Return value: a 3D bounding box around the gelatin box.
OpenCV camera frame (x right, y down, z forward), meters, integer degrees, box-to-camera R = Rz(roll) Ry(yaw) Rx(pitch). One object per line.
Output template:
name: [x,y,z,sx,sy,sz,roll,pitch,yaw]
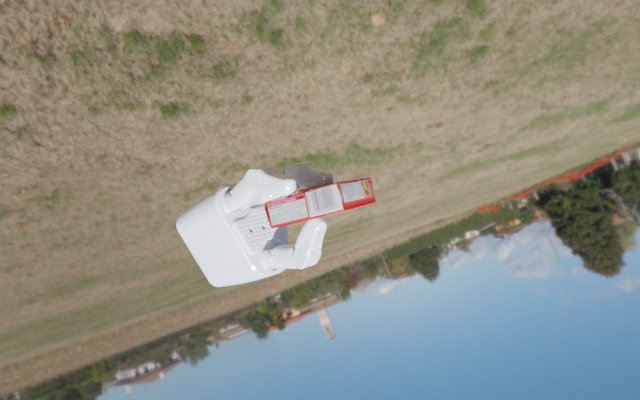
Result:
gelatin box: [0.000,0.002,0.482,0.089,0.030,0.073,-15,-2,31]
